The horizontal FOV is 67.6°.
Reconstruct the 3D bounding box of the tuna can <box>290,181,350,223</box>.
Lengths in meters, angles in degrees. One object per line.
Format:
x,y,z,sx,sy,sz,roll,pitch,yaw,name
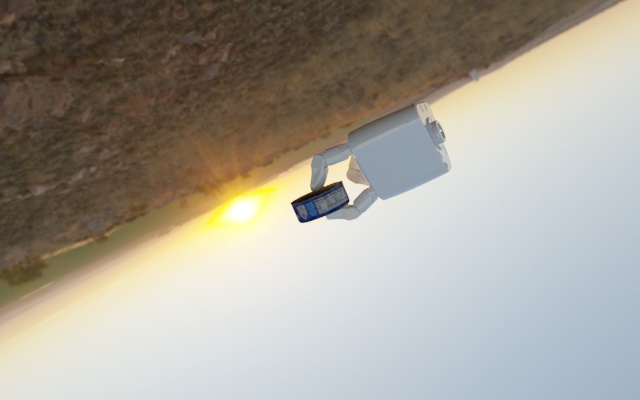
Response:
0.000,0.003,0.716,0.086,0.034,0.086,-23,7,3,tuna can
